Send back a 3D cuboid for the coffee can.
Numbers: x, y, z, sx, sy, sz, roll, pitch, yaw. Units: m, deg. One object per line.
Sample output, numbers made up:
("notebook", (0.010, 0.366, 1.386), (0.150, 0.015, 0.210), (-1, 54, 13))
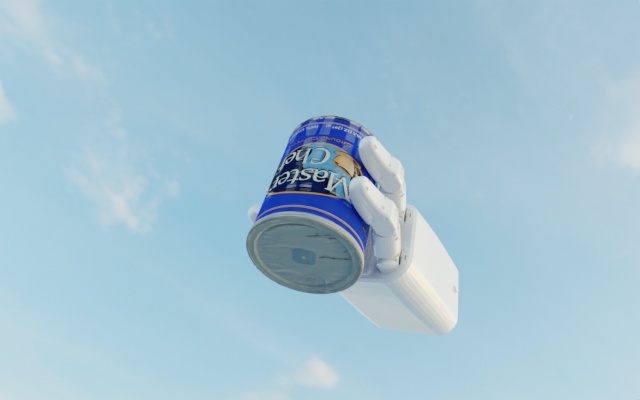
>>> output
("coffee can", (0.000, 0.001, 0.453), (0.103, 0.103, 0.140), (0, 44, 17))
